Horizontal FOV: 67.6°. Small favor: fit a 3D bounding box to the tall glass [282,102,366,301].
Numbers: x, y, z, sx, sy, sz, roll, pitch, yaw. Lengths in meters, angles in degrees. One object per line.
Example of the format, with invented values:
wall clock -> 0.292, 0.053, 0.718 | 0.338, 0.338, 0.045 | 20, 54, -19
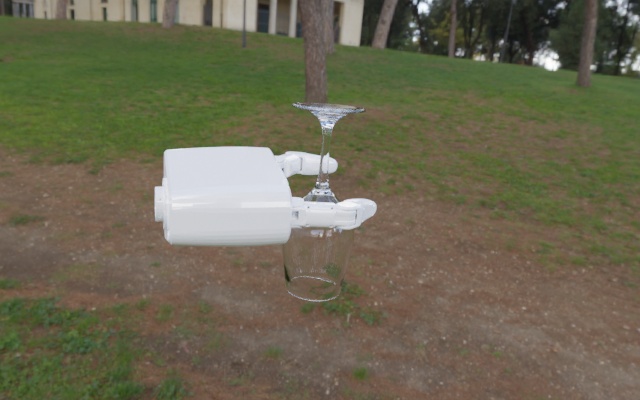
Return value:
tall glass -> 0.000, 0.001, 0.503 | 0.079, 0.201, 0.079 | 4, 15, -1
